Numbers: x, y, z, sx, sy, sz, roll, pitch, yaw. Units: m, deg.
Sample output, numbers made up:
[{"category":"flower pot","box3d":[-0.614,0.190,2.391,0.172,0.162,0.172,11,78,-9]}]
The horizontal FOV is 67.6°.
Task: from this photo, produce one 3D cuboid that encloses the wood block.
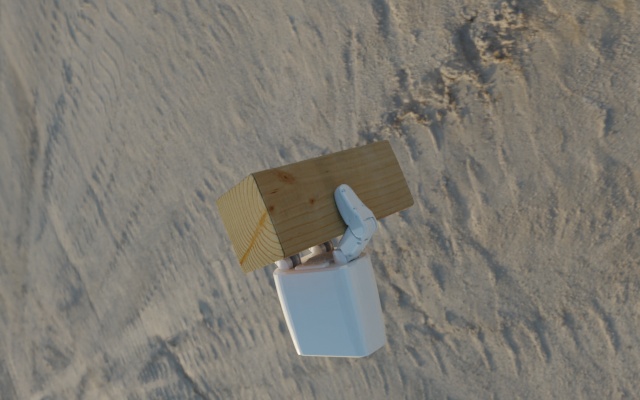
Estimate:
[{"category":"wood block","box3d":[0.000,0.002,0.554,0.206,0.090,0.091,-19,-5,-40]}]
